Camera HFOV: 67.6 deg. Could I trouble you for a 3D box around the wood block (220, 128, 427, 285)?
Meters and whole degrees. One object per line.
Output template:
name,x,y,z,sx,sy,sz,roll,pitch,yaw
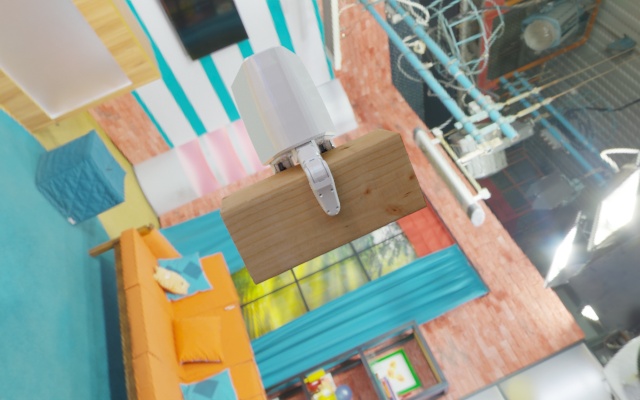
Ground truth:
wood block,0.000,0.001,0.545,0.206,0.090,0.091,-24,14,-3
